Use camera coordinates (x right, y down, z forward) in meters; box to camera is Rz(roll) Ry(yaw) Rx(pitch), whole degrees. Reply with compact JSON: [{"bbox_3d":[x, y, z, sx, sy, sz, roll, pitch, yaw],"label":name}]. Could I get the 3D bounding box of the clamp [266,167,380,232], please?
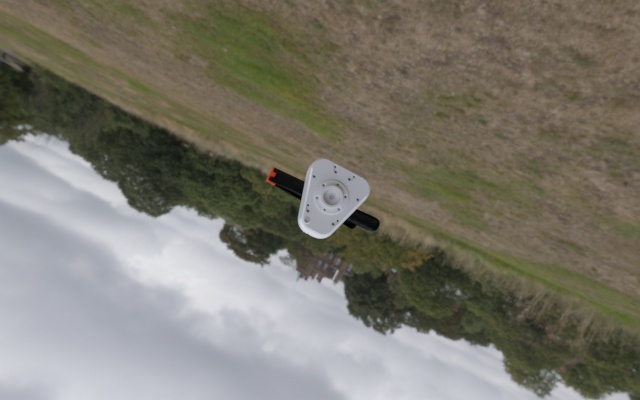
[{"bbox_3d":[-0.001,0.003,0.875,0.210,0.036,0.164,27,-7,-1],"label":"clamp"}]
